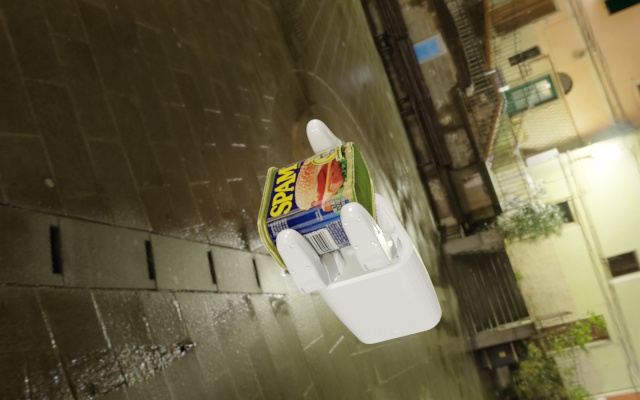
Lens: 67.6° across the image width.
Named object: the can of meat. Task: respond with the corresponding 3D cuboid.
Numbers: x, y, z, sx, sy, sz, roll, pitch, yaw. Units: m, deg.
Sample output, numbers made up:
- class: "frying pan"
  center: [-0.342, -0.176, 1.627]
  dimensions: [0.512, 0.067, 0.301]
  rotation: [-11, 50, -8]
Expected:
- class: "can of meat"
  center: [0.000, 0.001, 0.413]
  dimensions: [0.084, 0.057, 0.102]
  rotation: [-19, 35, 17]
